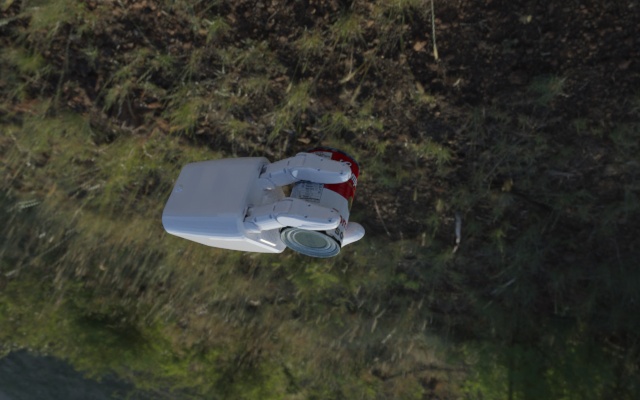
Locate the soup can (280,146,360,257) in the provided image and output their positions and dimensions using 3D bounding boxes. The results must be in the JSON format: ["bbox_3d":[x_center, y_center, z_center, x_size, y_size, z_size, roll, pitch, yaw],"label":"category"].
[{"bbox_3d":[0.001,0.002,0.518,0.068,0.102,0.068,11,-30,7],"label":"soup can"}]
